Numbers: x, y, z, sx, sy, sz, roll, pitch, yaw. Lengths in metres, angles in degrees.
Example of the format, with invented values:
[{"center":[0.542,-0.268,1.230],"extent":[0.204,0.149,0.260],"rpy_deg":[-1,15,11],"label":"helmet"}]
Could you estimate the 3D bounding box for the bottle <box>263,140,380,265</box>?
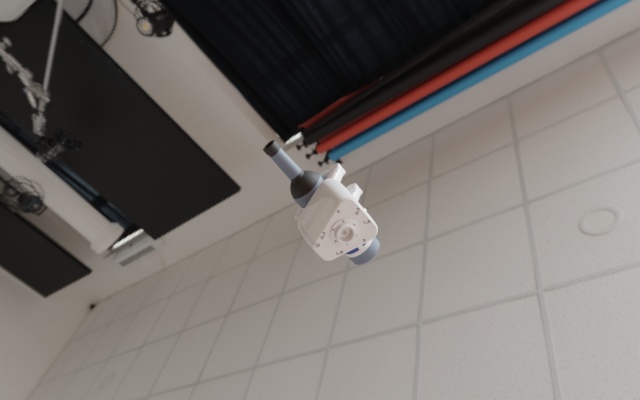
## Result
[{"center":[0.000,0.003,0.892],"extent":[0.296,0.069,0.069],"rpy_deg":[48,-24,-24],"label":"bottle"}]
